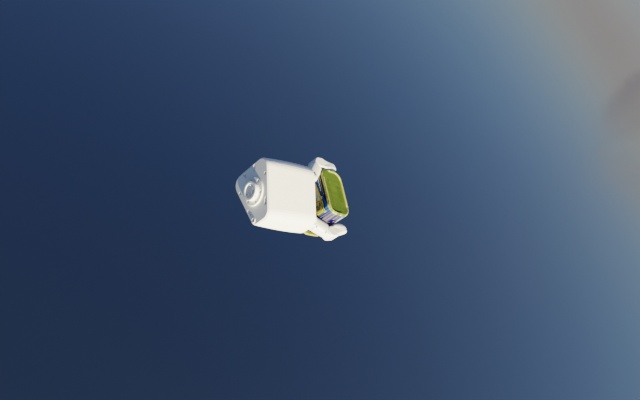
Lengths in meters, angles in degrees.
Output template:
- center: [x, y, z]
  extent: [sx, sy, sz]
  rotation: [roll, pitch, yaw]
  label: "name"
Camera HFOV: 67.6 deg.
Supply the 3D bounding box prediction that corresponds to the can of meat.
- center: [0.000, 0.003, 0.896]
  extent: [0.057, 0.102, 0.084]
  rotation: [15, -39, -42]
  label: "can of meat"
